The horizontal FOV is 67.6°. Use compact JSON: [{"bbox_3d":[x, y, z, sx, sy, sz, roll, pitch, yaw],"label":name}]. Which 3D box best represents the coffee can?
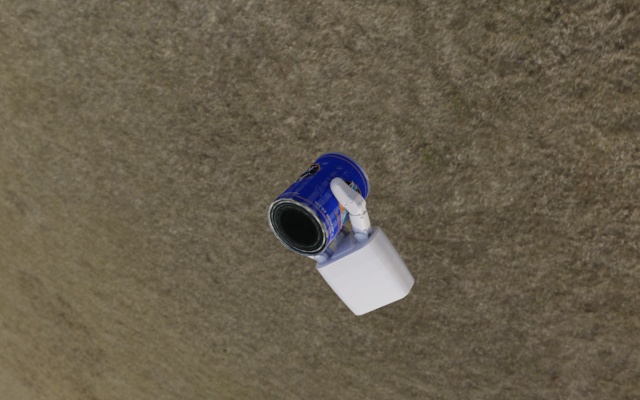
[{"bbox_3d":[0.000,0.002,0.733,0.103,0.103,0.140,0,33,36],"label":"coffee can"}]
